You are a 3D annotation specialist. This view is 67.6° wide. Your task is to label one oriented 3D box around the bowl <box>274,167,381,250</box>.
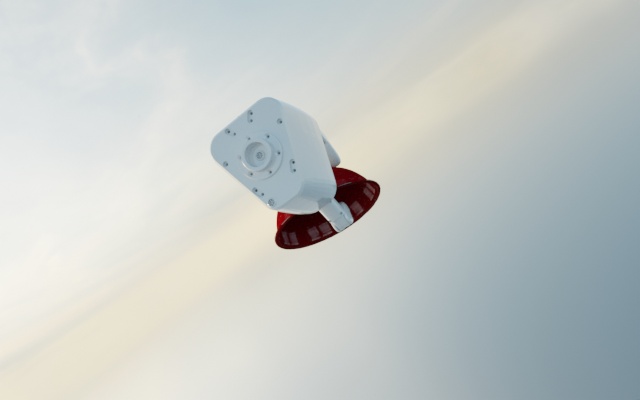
[{"bbox_3d":[0.000,0.002,0.660,0.162,0.055,0.162,-24,-24,-12],"label":"bowl"}]
